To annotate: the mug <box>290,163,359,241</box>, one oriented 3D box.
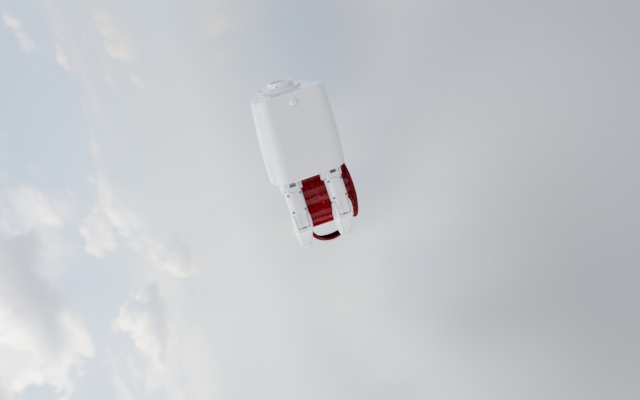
[{"bbox_3d":[0.000,0.004,0.668,0.081,0.117,0.093,-19,22,-11],"label":"mug"}]
